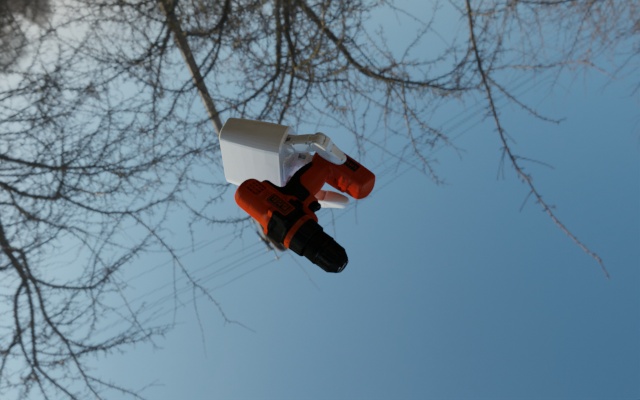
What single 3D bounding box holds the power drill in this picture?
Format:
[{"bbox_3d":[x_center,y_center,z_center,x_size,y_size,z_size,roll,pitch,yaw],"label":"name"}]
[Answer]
[{"bbox_3d":[0.000,0.002,0.685,0.184,0.057,0.187,37,45,15],"label":"power drill"}]
